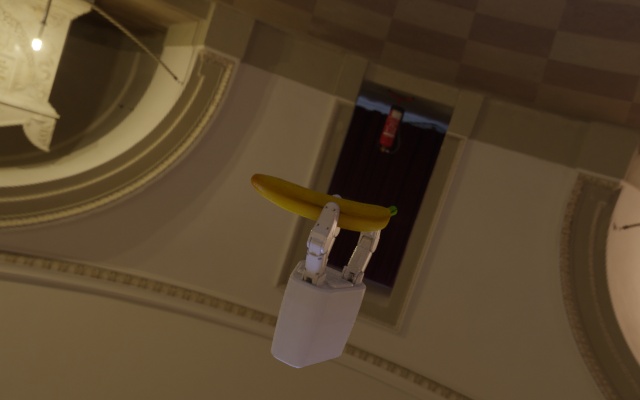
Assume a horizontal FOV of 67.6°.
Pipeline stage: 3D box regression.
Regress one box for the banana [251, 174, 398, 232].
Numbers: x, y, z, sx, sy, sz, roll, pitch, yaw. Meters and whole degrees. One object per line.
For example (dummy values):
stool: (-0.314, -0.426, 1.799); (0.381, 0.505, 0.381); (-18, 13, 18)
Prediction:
banana: (0.004, 0.006, 0.603); (0.198, 0.037, 0.069); (15, 10, -4)
